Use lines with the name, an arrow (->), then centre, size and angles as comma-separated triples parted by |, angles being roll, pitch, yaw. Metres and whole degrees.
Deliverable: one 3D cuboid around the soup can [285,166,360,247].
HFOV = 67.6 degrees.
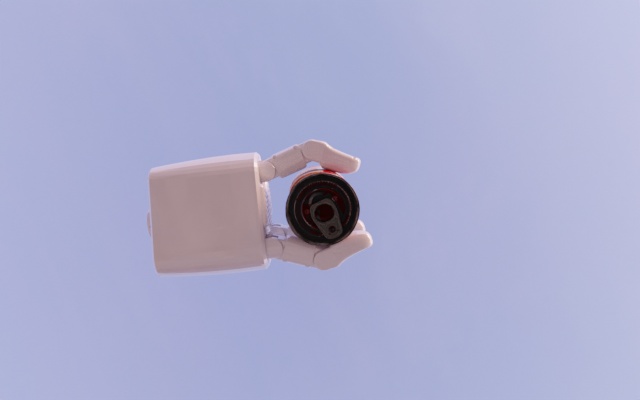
soup can -> 0.001, 0.001, 0.480 | 0.068, 0.068, 0.102 | 0, 8, -2
